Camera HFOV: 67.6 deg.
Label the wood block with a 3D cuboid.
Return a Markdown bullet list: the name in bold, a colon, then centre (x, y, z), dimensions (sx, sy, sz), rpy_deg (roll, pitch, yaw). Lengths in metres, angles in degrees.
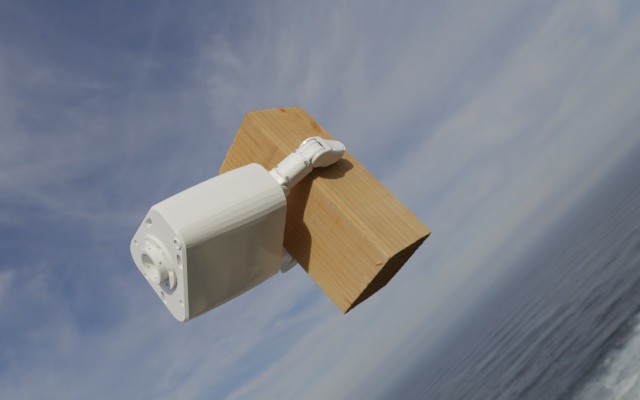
- **wood block**: centre (0.000, 0.001, 0.502), dimensions (0.206, 0.091, 0.090), rpy_deg (46, 34, 19)
